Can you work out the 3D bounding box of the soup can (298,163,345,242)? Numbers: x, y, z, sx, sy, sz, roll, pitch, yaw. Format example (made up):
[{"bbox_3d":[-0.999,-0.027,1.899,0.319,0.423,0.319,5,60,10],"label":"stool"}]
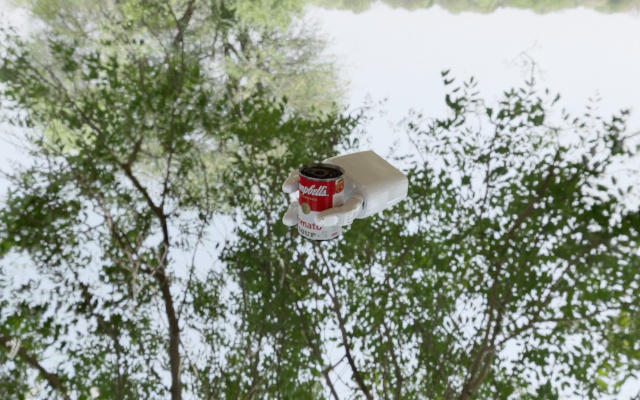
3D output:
[{"bbox_3d":[0.000,0.003,0.719,0.068,0.102,0.068,2,24,-1],"label":"soup can"}]
